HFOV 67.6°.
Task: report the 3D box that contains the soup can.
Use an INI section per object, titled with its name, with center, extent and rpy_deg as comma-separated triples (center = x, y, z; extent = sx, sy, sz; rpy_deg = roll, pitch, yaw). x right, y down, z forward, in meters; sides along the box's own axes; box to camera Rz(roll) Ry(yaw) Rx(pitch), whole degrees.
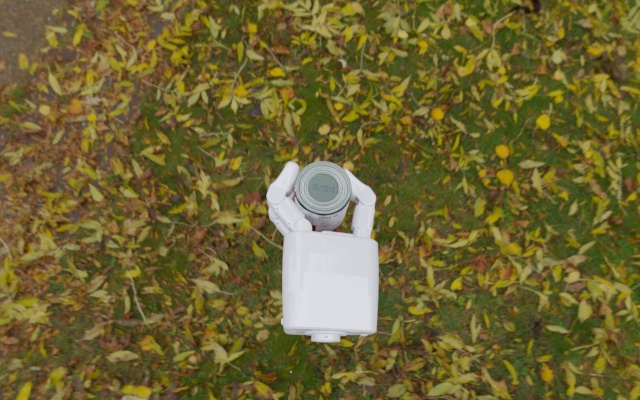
[soup can]
center = 0.000, 0.001, 0.587
extent = 0.068, 0.068, 0.102
rpy_deg = 0, -20, -4
